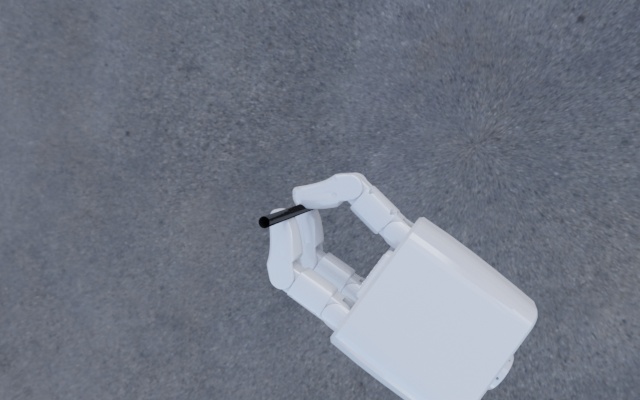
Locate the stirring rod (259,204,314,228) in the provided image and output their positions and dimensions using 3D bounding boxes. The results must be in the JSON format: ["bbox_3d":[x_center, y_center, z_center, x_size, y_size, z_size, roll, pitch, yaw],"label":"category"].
[{"bbox_3d":[0.000,0.001,0.426,0.011,0.011,0.239,0,6,18],"label":"stirring rod"}]
